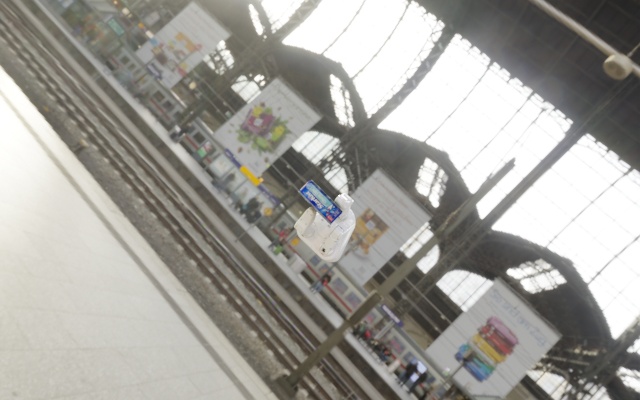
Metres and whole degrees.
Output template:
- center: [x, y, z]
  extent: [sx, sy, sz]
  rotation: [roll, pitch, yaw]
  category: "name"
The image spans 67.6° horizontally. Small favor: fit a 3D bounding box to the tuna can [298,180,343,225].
- center: [0.001, 0.002, 0.867]
  extent: [0.034, 0.086, 0.086]
  rotation: [-45, 0, -1]
  category: "tuna can"
